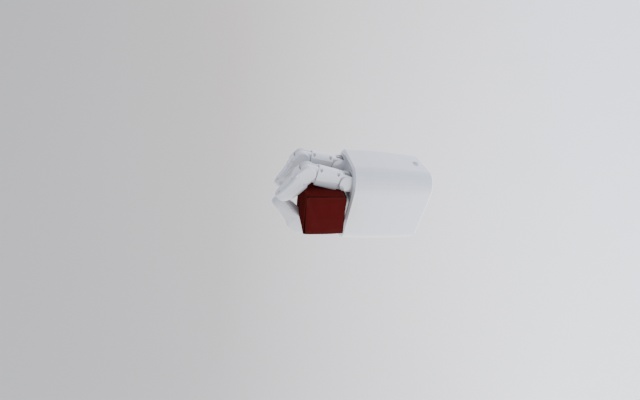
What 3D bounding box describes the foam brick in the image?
[{"bbox_3d":[0.000,0.002,0.612,0.051,0.053,0.078,1,27,-10],"label":"foam brick"}]
